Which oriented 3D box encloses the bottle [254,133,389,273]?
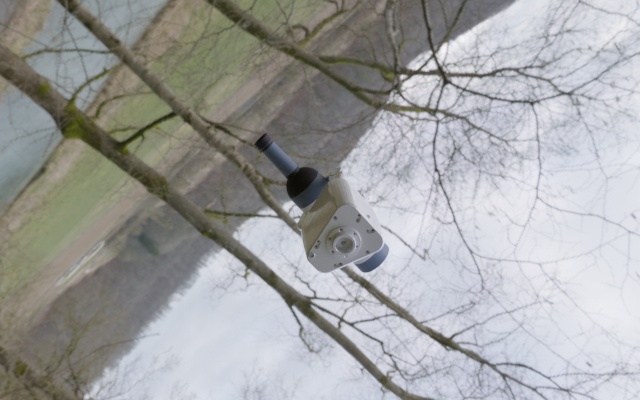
[{"bbox_3d":[0.000,0.003,0.809,0.296,0.069,0.069,46,-18,-18],"label":"bottle"}]
